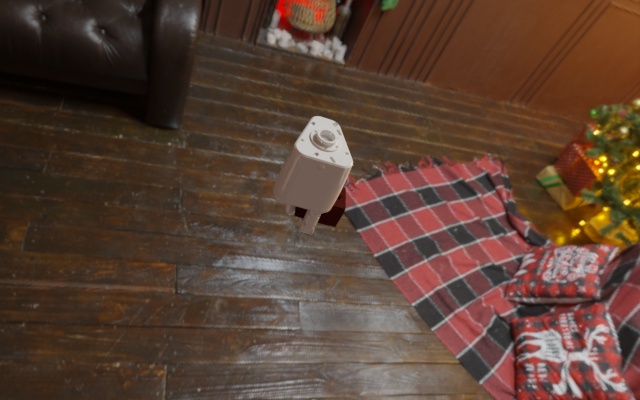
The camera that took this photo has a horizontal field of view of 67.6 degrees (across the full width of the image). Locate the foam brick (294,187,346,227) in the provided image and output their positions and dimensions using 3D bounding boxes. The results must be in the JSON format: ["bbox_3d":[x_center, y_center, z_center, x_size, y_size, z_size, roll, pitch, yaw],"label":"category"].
[{"bbox_3d":[0.000,0.003,0.818,0.078,0.053,0.051,15,-45,-13],"label":"foam brick"}]
